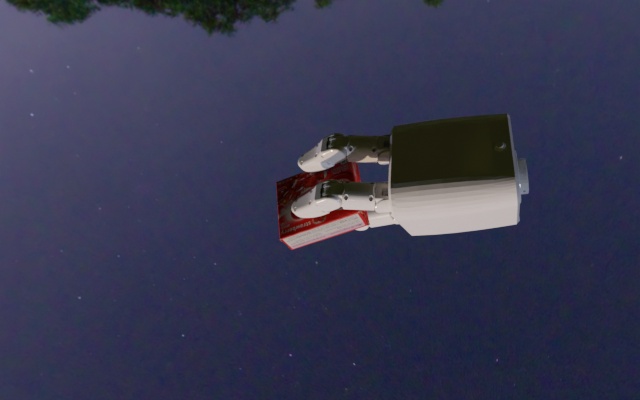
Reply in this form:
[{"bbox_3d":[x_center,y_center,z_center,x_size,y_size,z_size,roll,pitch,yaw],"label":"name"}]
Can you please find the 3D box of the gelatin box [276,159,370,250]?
[{"bbox_3d":[0.000,0.002,0.488,0.089,0.073,0.030,-20,-37,16],"label":"gelatin box"}]
